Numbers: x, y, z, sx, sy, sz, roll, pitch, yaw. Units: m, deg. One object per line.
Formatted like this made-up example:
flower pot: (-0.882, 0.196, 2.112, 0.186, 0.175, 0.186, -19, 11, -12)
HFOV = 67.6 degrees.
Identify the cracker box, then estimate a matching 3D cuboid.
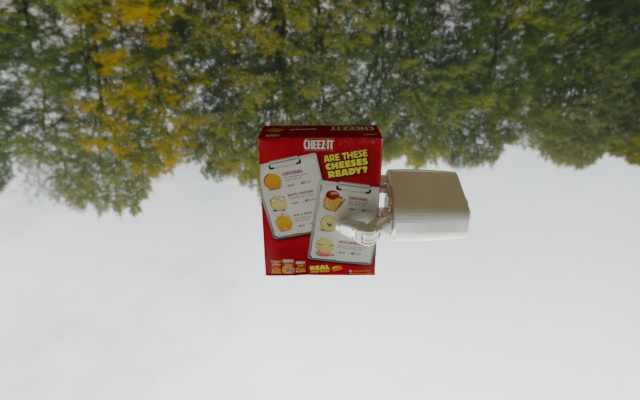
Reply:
cracker box: (0.000, 0.002, 0.684, 0.164, 0.214, 0.072, 0, 25, 0)
